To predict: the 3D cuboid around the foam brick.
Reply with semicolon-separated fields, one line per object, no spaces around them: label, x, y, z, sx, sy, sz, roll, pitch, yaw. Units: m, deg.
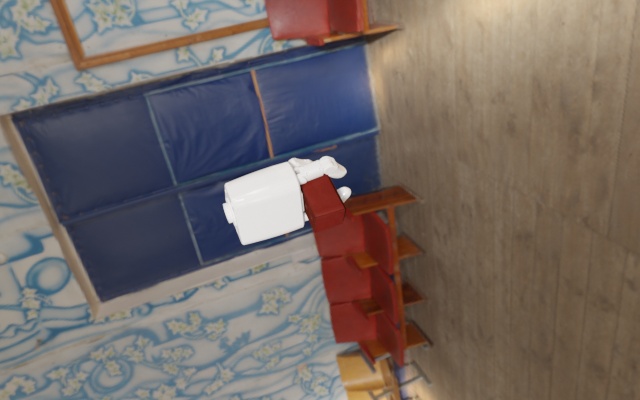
foam brick;0.000;0.003;0.761;0.051;0.078;0.053;-19;-29;-15
